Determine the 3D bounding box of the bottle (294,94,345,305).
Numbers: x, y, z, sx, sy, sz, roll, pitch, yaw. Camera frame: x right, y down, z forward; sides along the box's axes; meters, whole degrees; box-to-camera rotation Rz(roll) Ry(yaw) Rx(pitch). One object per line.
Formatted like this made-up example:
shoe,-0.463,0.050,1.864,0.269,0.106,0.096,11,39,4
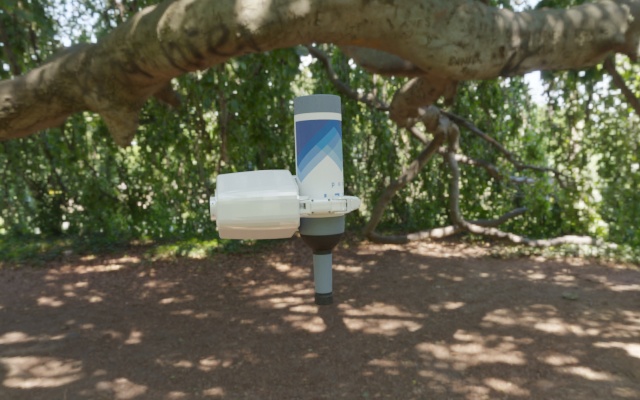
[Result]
bottle,0.000,0.002,0.683,0.069,0.296,0.069,-2,4,0
